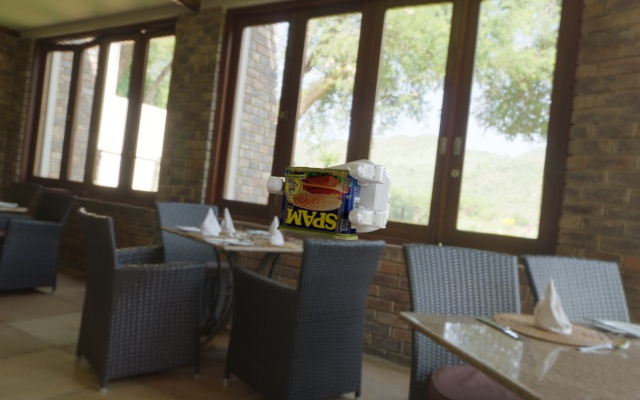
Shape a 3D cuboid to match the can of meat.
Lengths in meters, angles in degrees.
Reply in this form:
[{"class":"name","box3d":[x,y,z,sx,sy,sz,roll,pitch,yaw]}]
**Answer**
[{"class":"can of meat","box3d":[0.000,0.002,0.608,0.102,0.084,0.057,6,-1,23]}]
